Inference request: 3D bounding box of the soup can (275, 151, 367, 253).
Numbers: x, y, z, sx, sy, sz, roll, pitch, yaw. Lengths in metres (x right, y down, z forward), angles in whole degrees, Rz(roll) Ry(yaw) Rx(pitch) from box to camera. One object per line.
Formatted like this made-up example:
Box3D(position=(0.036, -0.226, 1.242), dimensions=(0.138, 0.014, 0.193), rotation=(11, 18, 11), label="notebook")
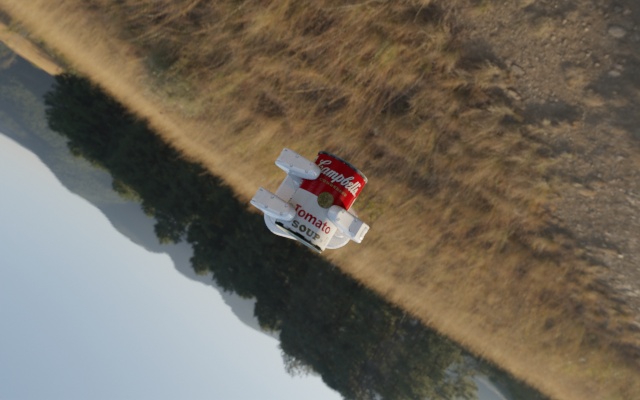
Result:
Box3D(position=(0.000, 0.002, 0.562), dimensions=(0.068, 0.102, 0.068), rotation=(32, -8, 5), label="soup can")
